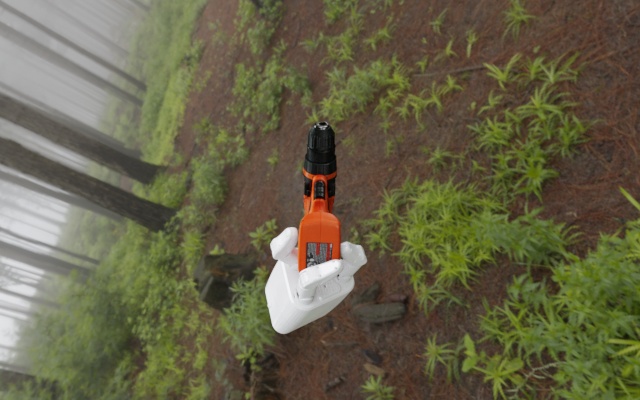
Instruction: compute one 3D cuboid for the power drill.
[{"bbox_3d":[0.000,0.003,0.690,0.057,0.185,0.187,1,35,1],"label":"power drill"}]
